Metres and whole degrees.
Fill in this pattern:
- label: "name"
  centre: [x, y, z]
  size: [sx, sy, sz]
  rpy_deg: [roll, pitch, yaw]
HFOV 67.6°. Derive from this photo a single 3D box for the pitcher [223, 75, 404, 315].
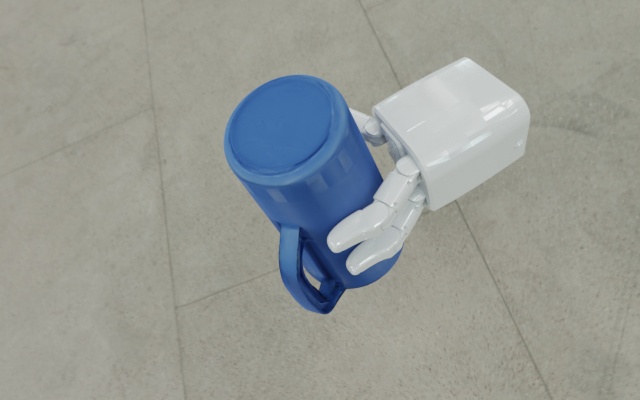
- label: "pitcher"
  centre: [0.000, 0.001, 0.475]
  size: [0.145, 0.149, 0.243]
  rpy_deg: [-31, -32, 2]
